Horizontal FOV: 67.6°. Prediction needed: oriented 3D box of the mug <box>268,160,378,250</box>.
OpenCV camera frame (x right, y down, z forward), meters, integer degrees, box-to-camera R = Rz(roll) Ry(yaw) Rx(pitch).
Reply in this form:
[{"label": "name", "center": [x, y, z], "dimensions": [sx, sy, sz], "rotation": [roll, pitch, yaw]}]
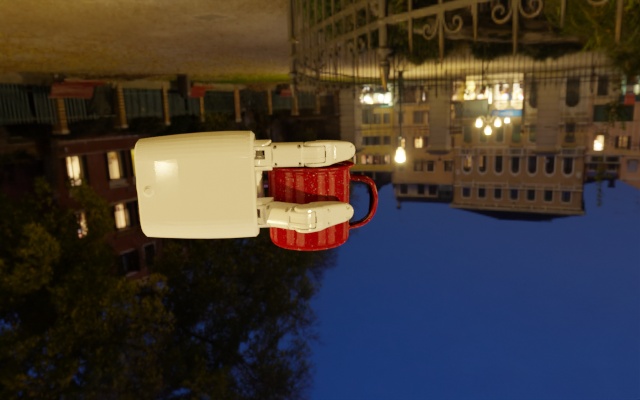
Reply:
[{"label": "mug", "center": [0.002, 0.002, 0.490], "dimensions": [0.117, 0.081, 0.093], "rotation": [-1, 11, -3]}]
